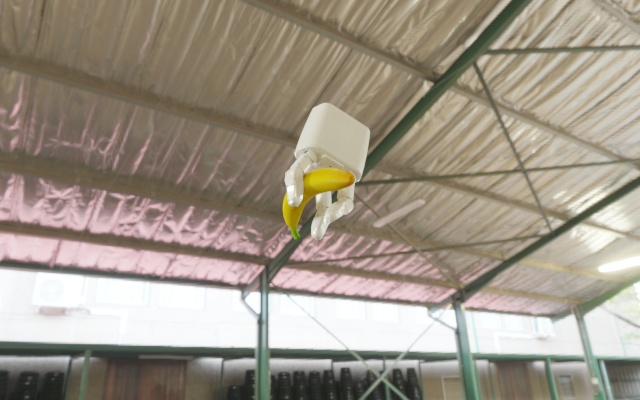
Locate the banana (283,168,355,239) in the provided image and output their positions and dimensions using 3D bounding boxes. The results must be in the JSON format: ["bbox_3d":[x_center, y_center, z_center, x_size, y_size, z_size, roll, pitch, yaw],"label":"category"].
[{"bbox_3d":[-0.015,-0.008,0.765,0.037,0.069,0.198,-50,2,-41],"label":"banana"}]
